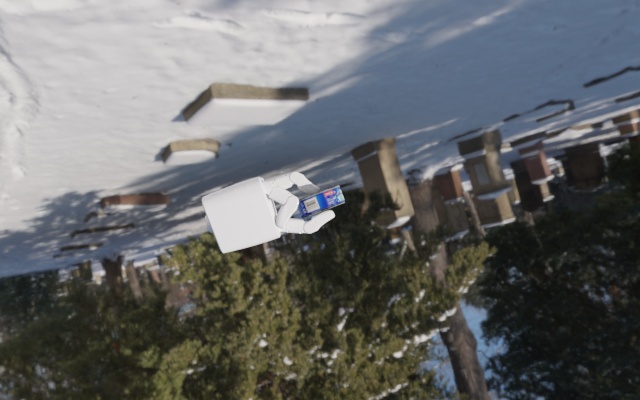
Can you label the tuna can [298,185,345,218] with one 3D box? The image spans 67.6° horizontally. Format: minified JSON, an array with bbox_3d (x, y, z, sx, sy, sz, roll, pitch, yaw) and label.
[{"bbox_3d":[0.000,0.003,0.867,0.086,0.034,0.086,-21,-1,0],"label":"tuna can"}]
